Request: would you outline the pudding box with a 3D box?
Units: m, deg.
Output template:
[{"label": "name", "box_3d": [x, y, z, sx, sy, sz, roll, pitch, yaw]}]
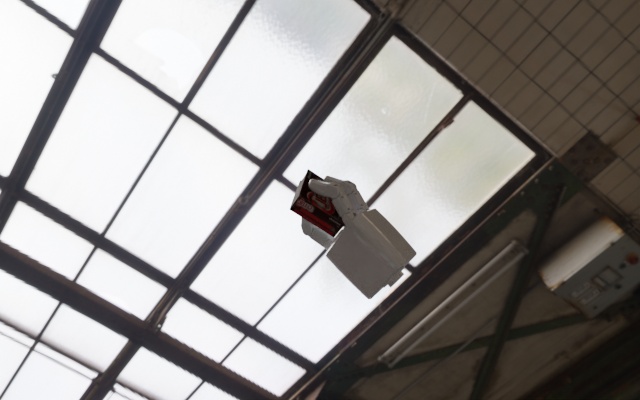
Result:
[{"label": "pudding box", "box_3d": [0.000, 0.003, 0.816, 0.090, 0.039, 0.113, 33, 23, -10]}]
